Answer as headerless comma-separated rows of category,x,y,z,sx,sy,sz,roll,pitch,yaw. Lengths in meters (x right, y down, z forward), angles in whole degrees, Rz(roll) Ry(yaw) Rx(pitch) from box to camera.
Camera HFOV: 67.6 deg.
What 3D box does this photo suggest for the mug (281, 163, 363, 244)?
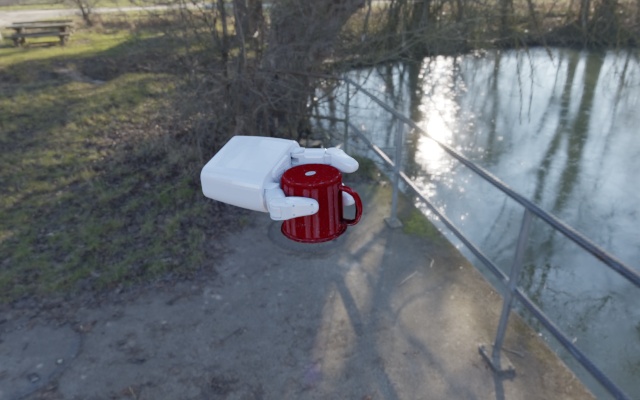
mug,0.001,0.002,0.641,0.117,0.081,0.093,10,28,25
